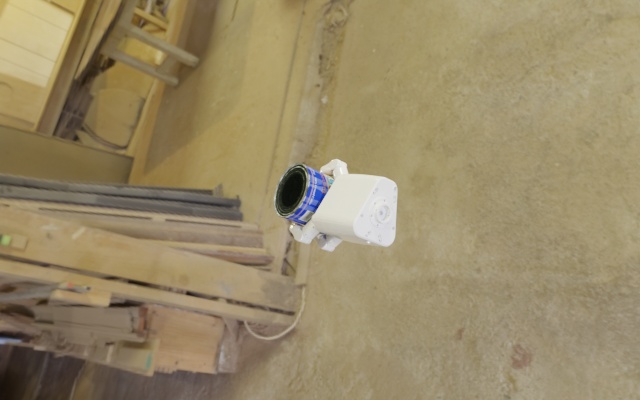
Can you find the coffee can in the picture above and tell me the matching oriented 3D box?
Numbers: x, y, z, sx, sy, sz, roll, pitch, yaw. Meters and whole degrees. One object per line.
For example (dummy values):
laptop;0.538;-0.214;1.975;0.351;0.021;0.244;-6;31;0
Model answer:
coffee can;0.000;0.003;0.878;0.140;0.103;0.103;22;-13;-34
